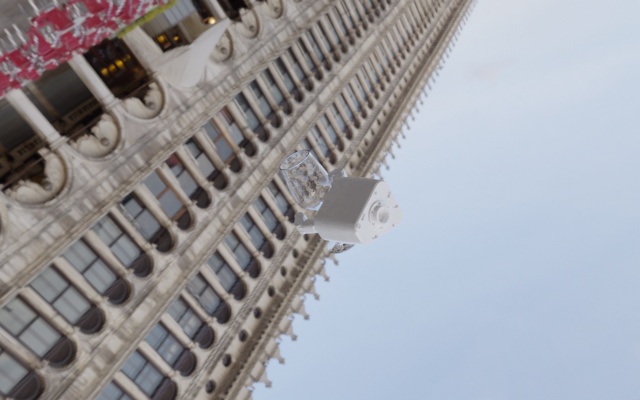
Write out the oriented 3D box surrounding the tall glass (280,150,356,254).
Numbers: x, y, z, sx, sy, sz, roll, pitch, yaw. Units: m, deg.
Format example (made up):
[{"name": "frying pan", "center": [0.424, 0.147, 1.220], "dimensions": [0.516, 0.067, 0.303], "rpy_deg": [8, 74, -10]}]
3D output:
[{"name": "tall glass", "center": [0.000, 0.004, 0.897], "dimensions": [0.079, 0.201, 0.079], "rpy_deg": [-25, 26, 13]}]
